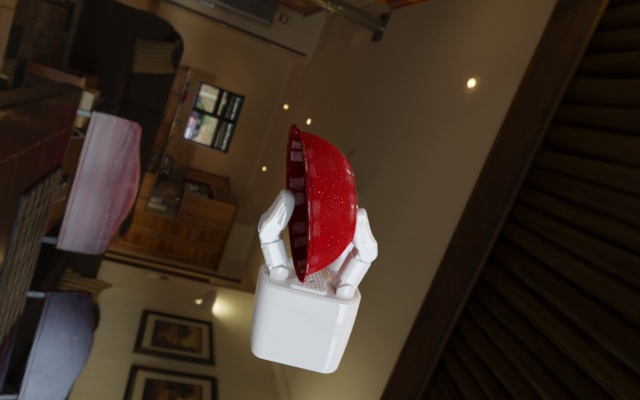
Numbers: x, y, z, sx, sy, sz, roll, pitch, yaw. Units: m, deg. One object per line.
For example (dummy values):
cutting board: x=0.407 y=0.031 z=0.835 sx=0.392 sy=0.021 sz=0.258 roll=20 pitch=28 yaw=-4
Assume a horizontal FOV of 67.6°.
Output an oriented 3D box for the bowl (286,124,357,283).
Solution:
bowl: x=0.001 y=0.001 z=0.493 sx=0.055 sy=0.162 sz=0.162 roll=-3 pitch=0 yaw=-10
